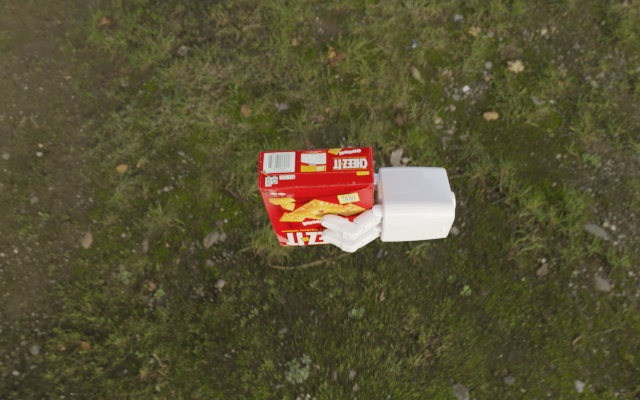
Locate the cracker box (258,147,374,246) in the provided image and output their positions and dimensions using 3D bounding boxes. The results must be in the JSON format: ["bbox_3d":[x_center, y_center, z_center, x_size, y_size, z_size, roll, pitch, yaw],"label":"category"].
[{"bbox_3d":[0.000,0.002,0.758,0.164,0.072,0.214,-2,-28,3],"label":"cracker box"}]
